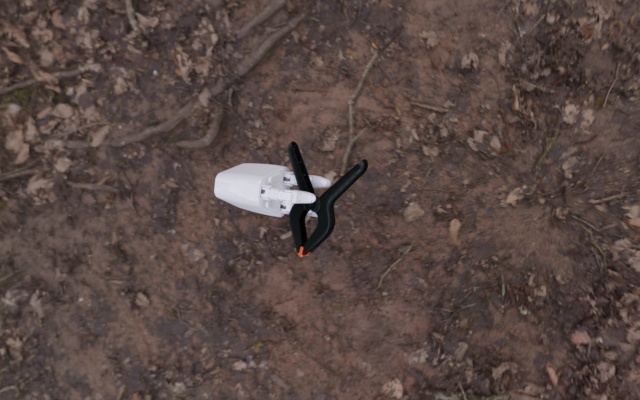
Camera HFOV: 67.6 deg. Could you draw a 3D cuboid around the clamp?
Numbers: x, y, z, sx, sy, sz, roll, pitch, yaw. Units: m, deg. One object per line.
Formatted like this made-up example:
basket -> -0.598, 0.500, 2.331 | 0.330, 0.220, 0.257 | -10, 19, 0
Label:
clamp -> -0.001, 0.003, 0.874 | 0.164, 0.210, 0.036 | 10, 5, 29
